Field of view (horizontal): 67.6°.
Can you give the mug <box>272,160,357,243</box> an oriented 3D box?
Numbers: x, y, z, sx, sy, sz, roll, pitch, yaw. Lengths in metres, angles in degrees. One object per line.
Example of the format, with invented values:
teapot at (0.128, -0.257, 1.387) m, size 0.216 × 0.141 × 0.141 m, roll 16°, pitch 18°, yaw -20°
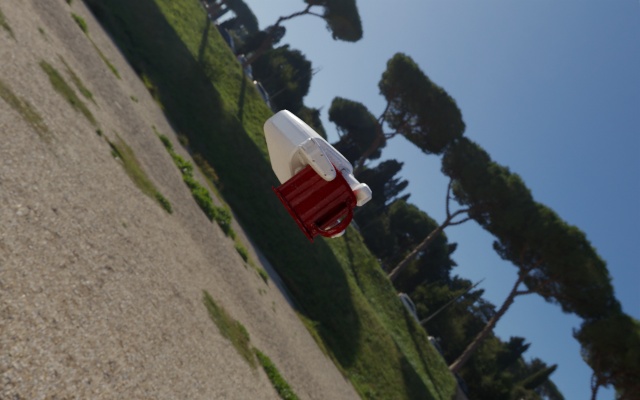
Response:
mug at (0.001, 0.003, 0.627) m, size 0.081 × 0.093 × 0.117 m, roll -36°, pitch 43°, yaw -5°
